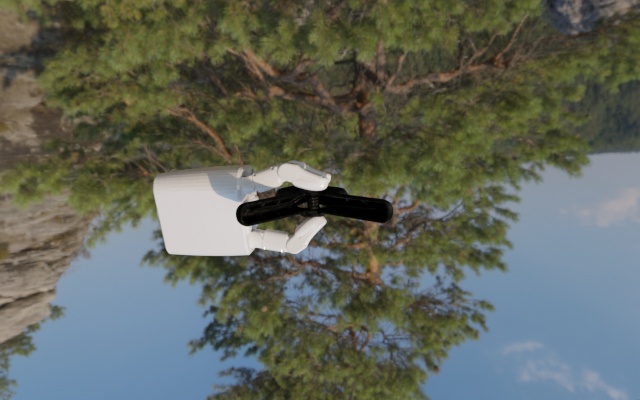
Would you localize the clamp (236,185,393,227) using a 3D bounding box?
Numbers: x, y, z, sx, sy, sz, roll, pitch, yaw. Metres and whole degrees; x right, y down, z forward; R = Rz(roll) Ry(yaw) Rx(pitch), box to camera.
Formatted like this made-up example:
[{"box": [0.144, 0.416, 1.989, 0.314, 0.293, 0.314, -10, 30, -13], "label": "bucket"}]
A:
[{"box": [0.000, 0.003, 0.585, 0.164, 0.036, 0.210, 1, 8, 4], "label": "clamp"}]
